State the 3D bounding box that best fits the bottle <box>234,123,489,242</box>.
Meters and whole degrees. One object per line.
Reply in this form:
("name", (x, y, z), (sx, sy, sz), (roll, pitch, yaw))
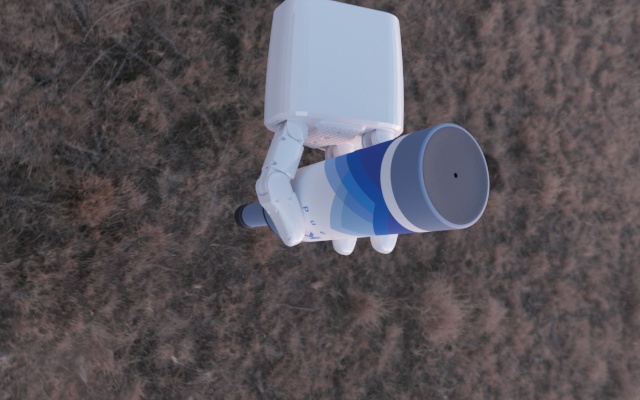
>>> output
("bottle", (0.000, 0.001, 0.414), (0.069, 0.069, 0.296), (0, -7, -35))
